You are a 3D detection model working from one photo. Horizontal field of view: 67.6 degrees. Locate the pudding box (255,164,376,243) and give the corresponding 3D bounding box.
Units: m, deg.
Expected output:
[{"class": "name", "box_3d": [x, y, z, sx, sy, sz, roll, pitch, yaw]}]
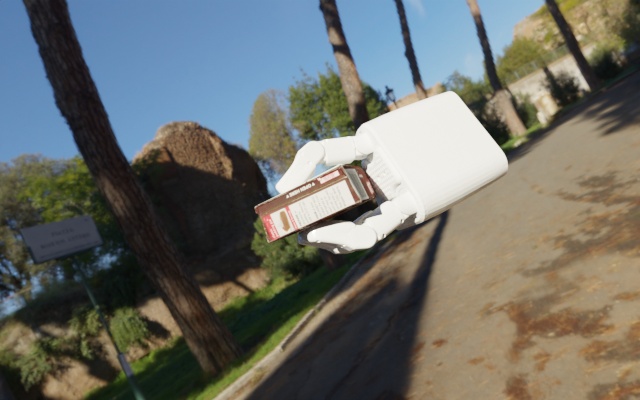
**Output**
[{"class": "pudding box", "box_3d": [0.000, 0.001, 0.453, 0.090, 0.039, 0.113, -26, -5, 13]}]
